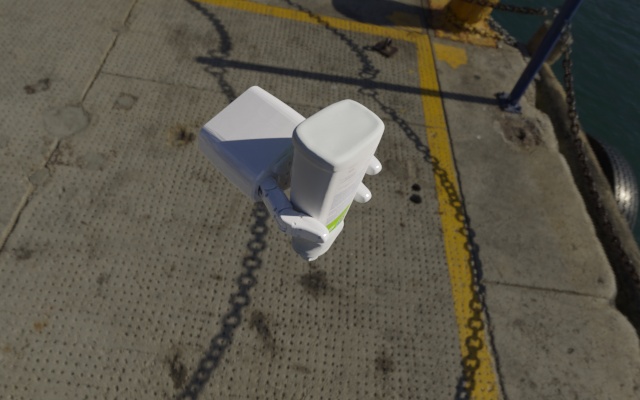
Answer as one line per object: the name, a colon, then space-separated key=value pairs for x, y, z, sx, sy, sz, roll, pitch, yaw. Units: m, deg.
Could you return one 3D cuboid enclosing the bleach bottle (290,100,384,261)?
bleach bottle: x=0.000 y=0.002 z=0.580 sx=0.068 sy=0.251 sz=0.102 roll=40 pitch=54 yaw=18
